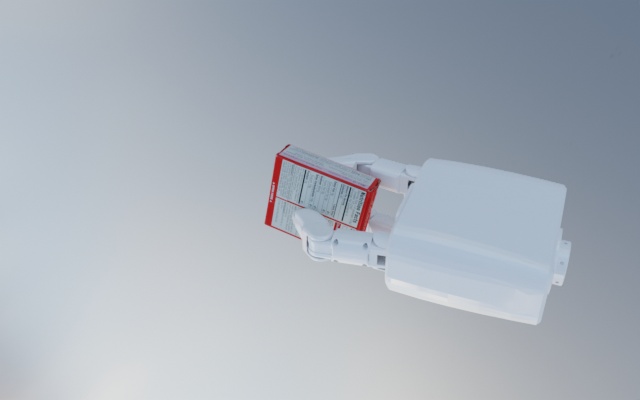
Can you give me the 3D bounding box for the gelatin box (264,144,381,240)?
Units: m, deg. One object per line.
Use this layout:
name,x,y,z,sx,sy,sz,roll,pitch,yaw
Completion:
gelatin box,0.000,0.001,0.413,0.089,0.073,0.030,21,33,14
